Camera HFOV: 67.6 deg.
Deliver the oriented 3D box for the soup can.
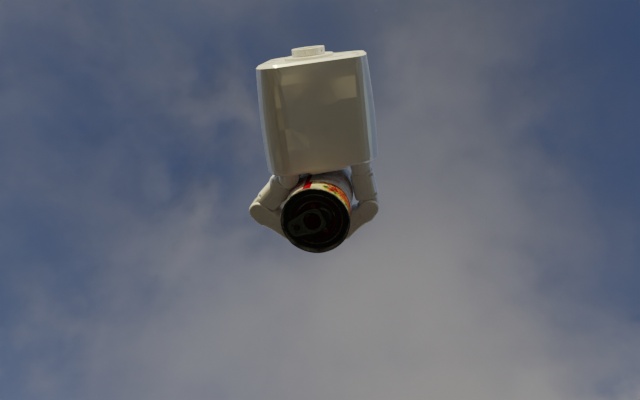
[{"bbox_3d":[0.000,0.002,0.503,0.068,0.068,0.102,0,22,7],"label":"soup can"}]
